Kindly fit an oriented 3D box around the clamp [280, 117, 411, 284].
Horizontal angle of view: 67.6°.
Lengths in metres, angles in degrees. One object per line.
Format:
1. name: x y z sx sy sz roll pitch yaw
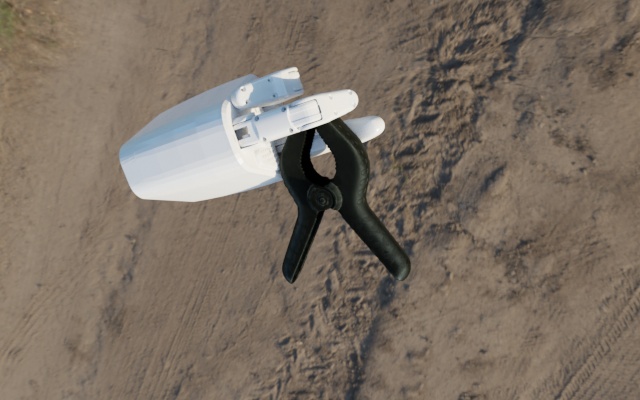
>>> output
1. clamp: 0.000 0.001 0.419 0.120 0.171 0.039 -16 10 18
